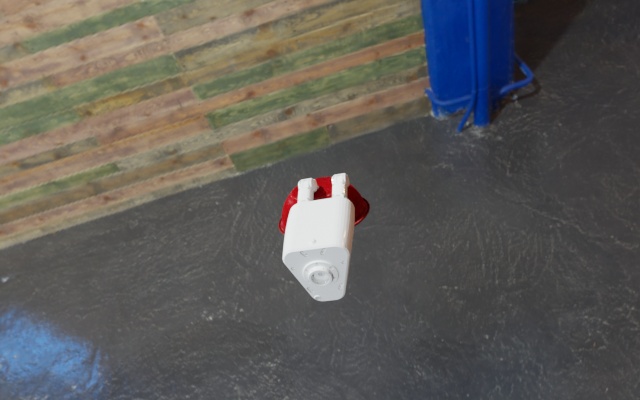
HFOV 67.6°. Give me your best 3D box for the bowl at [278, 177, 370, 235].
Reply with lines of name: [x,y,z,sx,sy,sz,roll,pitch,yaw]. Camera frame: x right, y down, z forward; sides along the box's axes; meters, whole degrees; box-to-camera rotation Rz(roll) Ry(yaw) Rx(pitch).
bowl: [0.000,0.002,0.815,0.162,0.055,0.162,-12,23,5]
